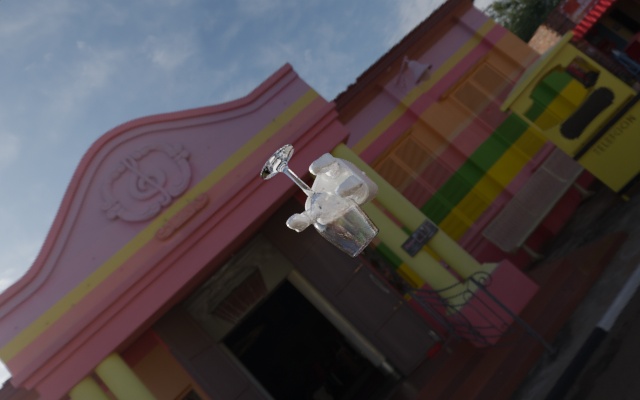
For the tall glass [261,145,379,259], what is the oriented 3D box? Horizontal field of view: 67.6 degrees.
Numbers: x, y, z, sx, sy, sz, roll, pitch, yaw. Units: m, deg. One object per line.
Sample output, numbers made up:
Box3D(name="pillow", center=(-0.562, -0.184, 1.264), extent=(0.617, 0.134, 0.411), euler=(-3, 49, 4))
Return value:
Box3D(name="tall glass", center=(0.000, 0.002, 0.766), extent=(0.201, 0.079, 0.079), euler=(43, 11, 12))
